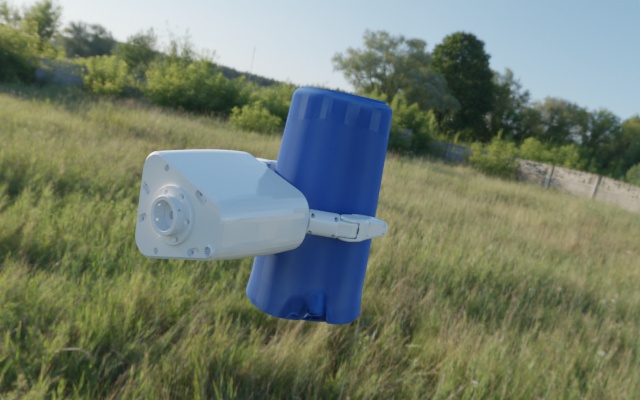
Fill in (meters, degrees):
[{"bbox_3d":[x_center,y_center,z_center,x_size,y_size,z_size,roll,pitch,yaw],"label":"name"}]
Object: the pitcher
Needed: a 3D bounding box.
[{"bbox_3d":[0.000,0.002,0.540,0.149,0.243,0.145,19,13,34],"label":"pitcher"}]
